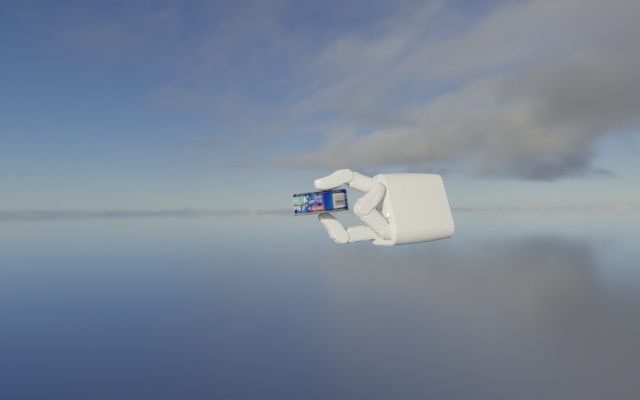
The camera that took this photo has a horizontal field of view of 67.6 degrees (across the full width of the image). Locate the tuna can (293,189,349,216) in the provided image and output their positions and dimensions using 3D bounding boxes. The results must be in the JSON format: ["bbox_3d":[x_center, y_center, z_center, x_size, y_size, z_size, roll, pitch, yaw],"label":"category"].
[{"bbox_3d":[0.000,0.002,0.741,0.086,0.034,0.086,-6,0,0],"label":"tuna can"}]
